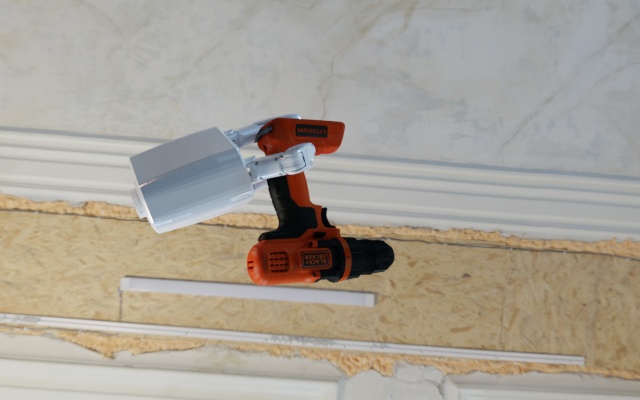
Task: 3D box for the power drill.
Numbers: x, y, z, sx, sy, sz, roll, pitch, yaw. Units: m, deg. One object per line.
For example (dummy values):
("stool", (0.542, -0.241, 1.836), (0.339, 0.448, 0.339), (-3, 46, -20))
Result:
("power drill", (0.000, 0.001, 0.557), (0.184, 0.187, 0.057), (0, -13, -30))
